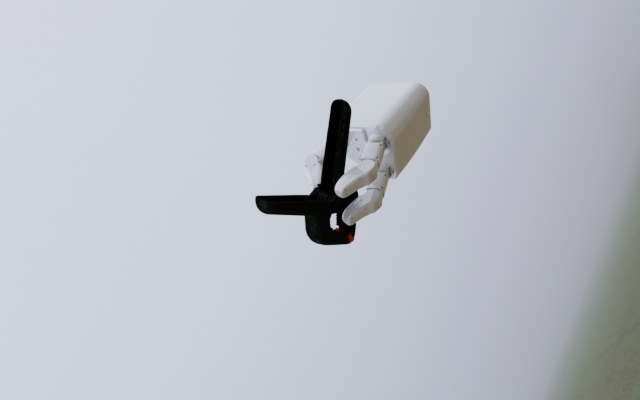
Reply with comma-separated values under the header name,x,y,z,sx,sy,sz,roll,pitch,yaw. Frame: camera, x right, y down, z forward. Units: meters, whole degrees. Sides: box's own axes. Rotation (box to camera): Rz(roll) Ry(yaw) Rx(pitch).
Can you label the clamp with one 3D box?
name,x,y,z,sx,sy,sz,roll,pitch,yaw
clamp,0.000,0.002,0.594,0.036,0.164,0.210,25,-30,32
